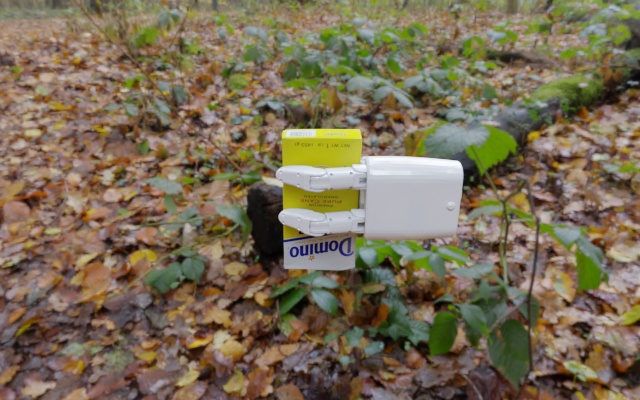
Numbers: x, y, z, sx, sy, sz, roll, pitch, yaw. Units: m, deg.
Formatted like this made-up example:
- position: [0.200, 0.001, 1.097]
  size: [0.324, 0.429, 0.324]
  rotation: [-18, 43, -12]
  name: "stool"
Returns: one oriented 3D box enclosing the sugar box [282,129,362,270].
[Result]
- position: [0.000, 0.002, 0.587]
  size: [0.093, 0.176, 0.048]
  rotation: [0, 22, 0]
  name: "sugar box"
